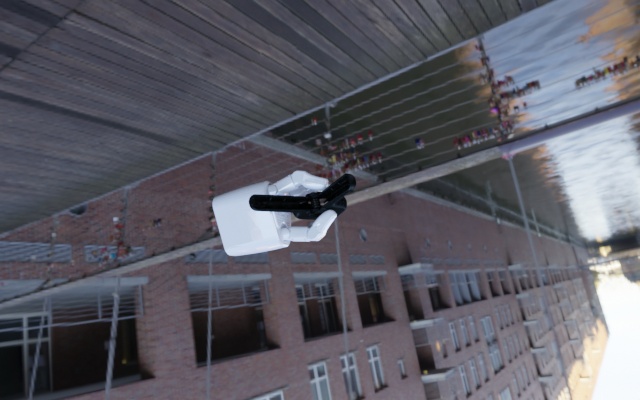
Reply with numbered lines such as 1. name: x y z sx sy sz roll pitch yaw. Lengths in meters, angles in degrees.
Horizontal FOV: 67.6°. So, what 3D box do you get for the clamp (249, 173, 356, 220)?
1. clamp: 0.000 0.004 0.786 0.164 0.036 0.210 -13 -14 18
